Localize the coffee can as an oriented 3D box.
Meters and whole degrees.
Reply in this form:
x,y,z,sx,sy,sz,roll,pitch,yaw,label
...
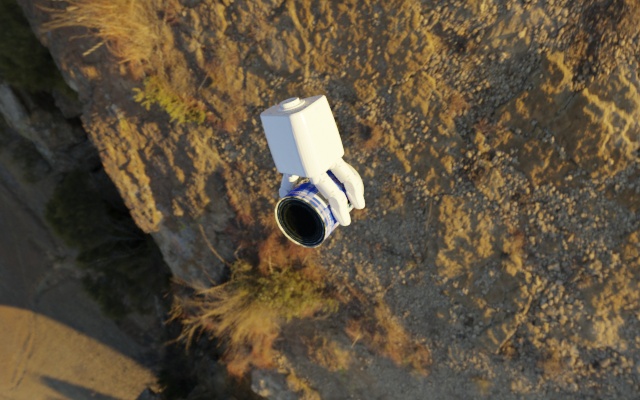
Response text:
x,y,z,sx,sy,sz,roll,pitch,yaw,label
0.000,0.003,0.849,0.103,0.103,0.140,0,30,35,coffee can
